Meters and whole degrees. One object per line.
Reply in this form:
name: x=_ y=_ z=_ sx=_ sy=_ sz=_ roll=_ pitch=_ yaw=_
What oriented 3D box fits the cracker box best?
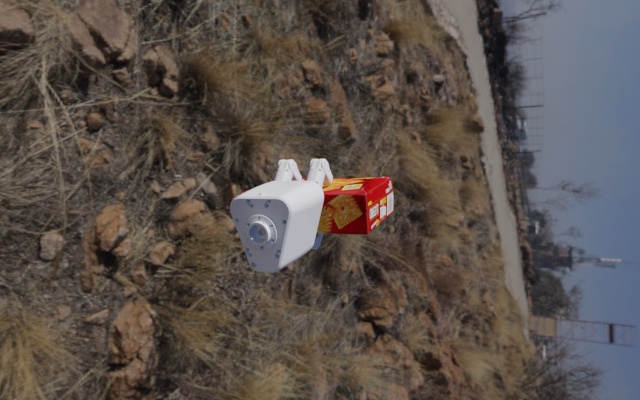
cracker box: x=0.000 y=0.003 z=0.800 sx=0.213 sy=0.072 sz=0.164 roll=1 pitch=12 yaw=22
